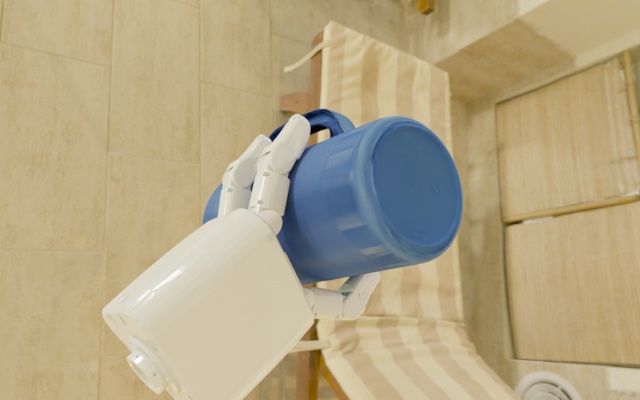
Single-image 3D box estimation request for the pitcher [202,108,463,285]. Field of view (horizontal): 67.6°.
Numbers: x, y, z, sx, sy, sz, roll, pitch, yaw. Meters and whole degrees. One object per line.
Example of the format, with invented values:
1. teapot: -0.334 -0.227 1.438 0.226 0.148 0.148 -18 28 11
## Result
1. pitcher: 0.000 0.002 0.430 0.145 0.149 0.243 -41 13 -35
